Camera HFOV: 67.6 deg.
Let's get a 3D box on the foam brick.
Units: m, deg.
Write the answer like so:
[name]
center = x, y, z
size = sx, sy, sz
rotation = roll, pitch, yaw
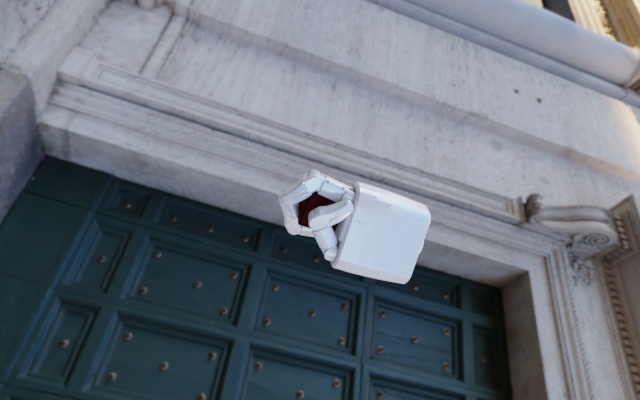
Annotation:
[foam brick]
center = 0.000, 0.002, 0.666
size = 0.051, 0.053, 0.078
rotation = 16, 24, -10
